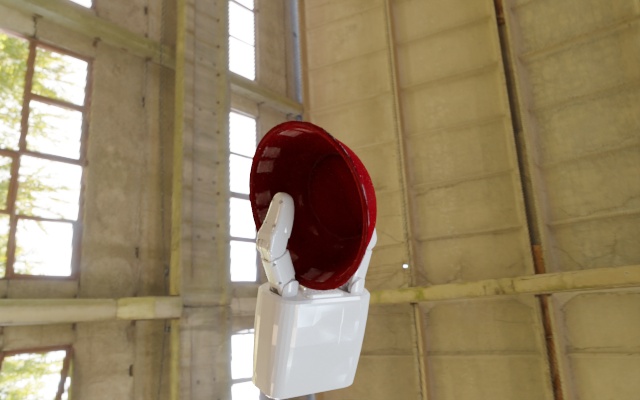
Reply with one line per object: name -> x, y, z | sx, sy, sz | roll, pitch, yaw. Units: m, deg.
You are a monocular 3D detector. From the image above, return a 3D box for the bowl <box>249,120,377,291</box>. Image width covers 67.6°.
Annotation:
bowl -> 0.001, 0.000, 0.461 | 0.055, 0.162, 0.162 | -17, 11, -43
